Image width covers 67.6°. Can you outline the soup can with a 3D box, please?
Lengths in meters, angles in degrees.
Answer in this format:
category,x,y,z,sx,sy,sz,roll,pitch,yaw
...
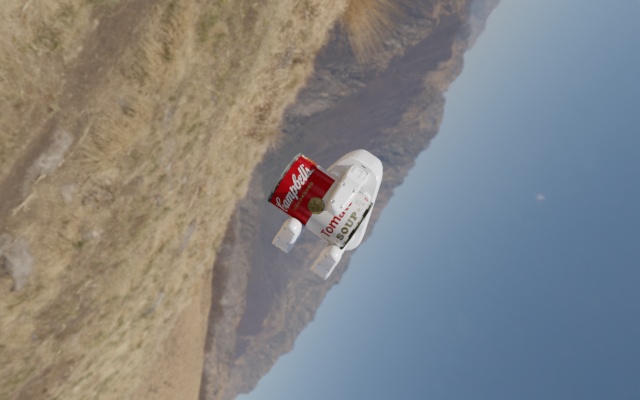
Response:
category,x,y,z,sx,sy,sz,roll,pitch,yaw
soup can,0.000,0.002,0.545,0.102,0.068,0.068,34,1,2
